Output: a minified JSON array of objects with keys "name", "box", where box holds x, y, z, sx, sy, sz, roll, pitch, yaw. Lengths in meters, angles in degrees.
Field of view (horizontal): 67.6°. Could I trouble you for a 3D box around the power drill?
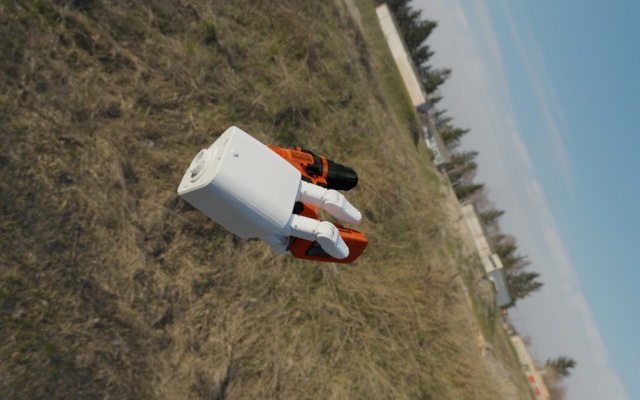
[{"name":"power drill","box":[0.000,0.002,0.689,0.184,0.057,0.187,9,39,-31]}]
